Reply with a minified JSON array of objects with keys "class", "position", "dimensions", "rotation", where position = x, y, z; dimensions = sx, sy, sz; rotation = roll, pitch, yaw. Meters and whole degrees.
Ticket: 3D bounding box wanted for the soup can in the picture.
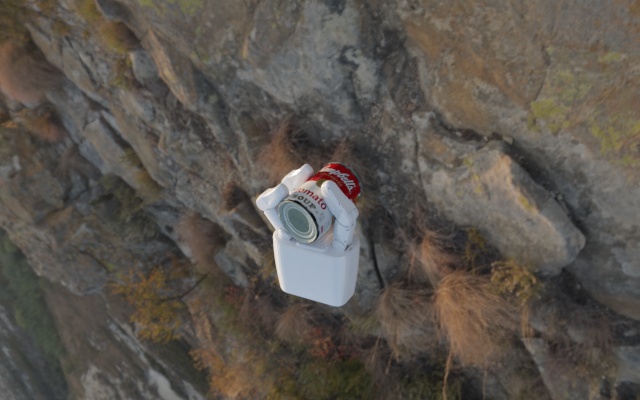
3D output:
[{"class":"soup can","position":[0.000,0.002,0.636],"dimensions":[0.068,0.068,0.102],"rotation":[0,31,44]}]
